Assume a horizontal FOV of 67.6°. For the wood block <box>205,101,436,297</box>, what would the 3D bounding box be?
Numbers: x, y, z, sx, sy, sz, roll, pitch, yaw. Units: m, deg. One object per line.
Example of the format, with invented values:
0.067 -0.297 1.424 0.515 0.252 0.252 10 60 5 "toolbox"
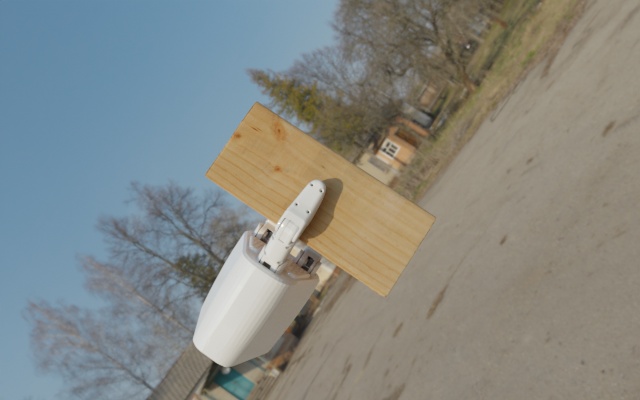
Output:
0.000 0.002 0.490 0.206 0.090 0.091 33 -6 4 "wood block"
